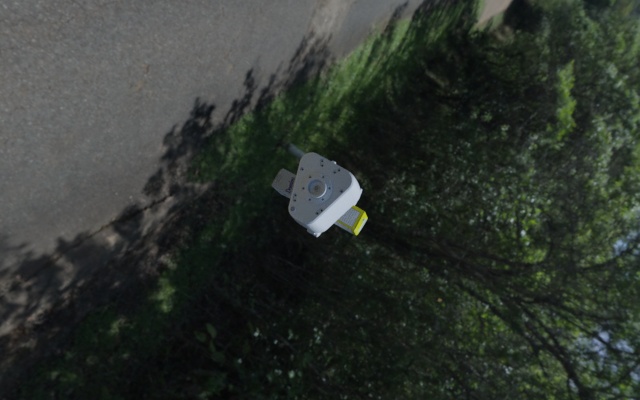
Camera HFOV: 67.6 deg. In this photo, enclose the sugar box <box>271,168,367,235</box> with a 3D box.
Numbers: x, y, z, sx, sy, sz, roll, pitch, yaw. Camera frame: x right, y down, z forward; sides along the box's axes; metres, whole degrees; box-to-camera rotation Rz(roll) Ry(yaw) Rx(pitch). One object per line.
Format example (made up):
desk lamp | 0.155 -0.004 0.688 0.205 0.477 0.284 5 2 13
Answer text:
sugar box | 0.000 0.002 0.895 0.176 0.048 0.093 31 -5 12
